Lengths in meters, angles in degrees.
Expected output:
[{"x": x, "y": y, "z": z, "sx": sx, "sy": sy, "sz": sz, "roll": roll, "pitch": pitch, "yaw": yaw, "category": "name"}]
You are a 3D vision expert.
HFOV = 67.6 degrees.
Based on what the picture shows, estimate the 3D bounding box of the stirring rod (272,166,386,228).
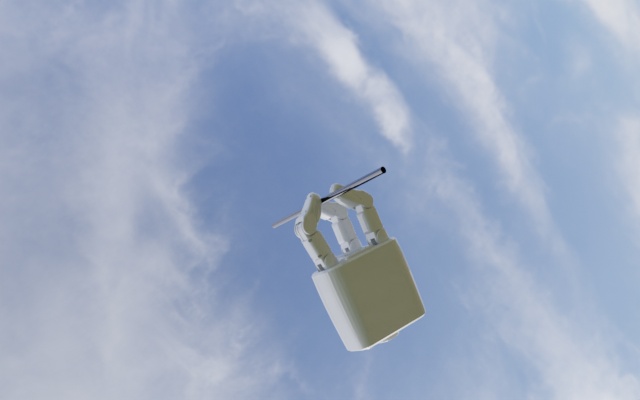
[{"x": 0.000, "y": 0.002, "z": 0.608, "sx": 0.011, "sy": 0.011, "sz": 0.239, "roll": 0, "pitch": -17, "yaw": -36, "category": "stirring rod"}]
